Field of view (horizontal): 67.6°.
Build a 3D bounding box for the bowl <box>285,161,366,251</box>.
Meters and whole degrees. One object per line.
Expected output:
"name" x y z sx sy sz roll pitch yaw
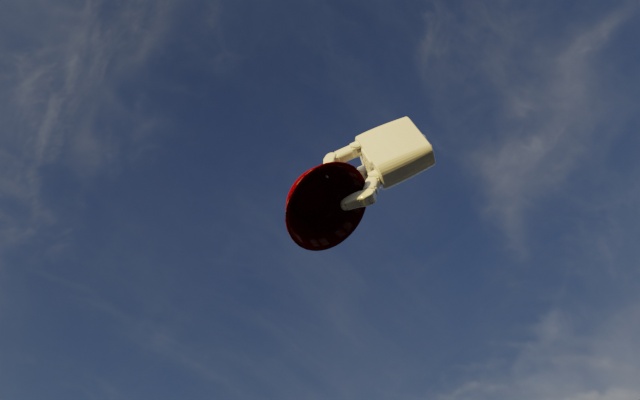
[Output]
"bowl" -0.001 0.003 0.815 0.162 0.162 0.055 0 22 -34
